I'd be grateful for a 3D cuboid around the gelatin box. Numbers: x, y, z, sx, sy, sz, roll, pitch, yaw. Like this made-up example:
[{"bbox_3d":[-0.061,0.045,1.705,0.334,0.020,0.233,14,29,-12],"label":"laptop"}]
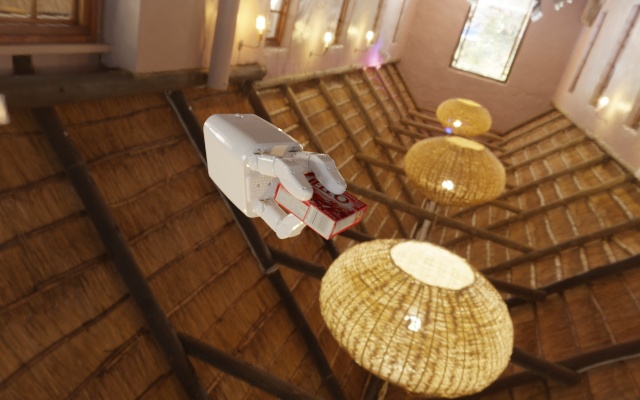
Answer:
[{"bbox_3d":[0.000,0.002,0.574,0.089,0.030,0.073,35,31,22],"label":"gelatin box"}]
